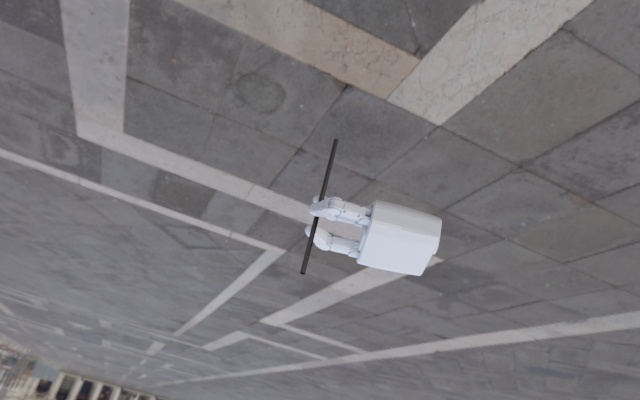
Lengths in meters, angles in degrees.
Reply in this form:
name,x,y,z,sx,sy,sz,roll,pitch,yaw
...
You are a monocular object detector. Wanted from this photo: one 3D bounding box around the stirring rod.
name,x,y,z,sx,sy,sz,roll,pitch,yaw
stirring rod,0.000,0.002,0.751,0.011,0.239,0.011,11,-26,6
